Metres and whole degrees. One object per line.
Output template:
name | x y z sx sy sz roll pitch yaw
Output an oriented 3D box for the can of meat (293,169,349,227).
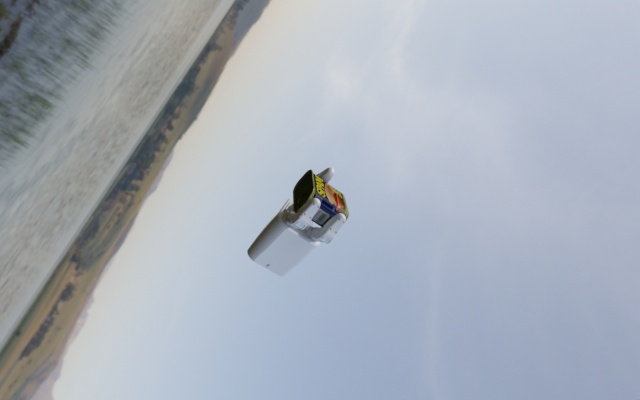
can of meat | 0.000 0.003 0.863 0.084 0.057 0.102 34 22 -21
